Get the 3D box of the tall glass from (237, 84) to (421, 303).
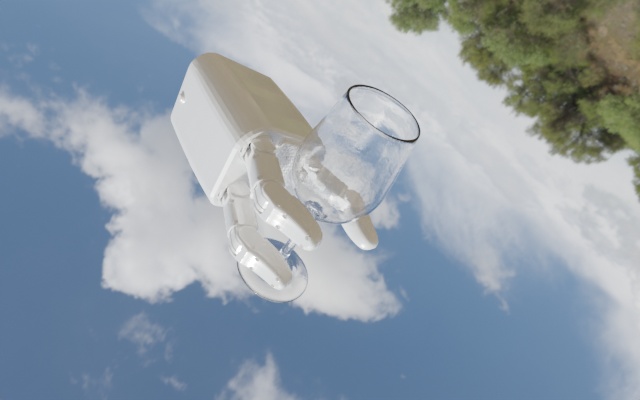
[{"bbox_3d":[0.000,0.002,0.400,0.079,0.079,0.201,0,-40,-37],"label":"tall glass"}]
